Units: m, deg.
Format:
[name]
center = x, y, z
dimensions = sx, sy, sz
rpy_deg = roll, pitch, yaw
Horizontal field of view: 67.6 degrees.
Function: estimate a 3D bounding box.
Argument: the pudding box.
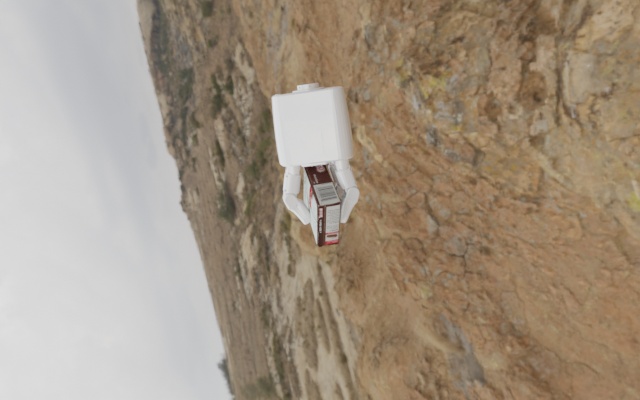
[pudding box]
center = 0.000, 0.002, 0.754
dimensions = 0.039, 0.090, 0.113
rpy_deg = -8, 42, -9
